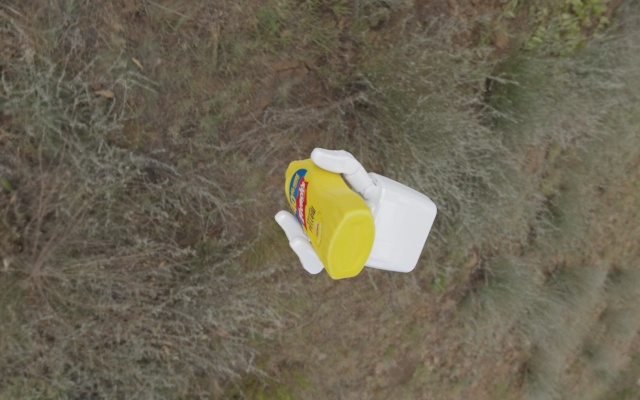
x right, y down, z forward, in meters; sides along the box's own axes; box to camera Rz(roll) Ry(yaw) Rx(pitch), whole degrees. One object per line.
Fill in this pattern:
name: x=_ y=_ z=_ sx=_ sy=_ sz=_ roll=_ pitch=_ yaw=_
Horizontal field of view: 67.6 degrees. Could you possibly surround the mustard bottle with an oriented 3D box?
mustard bottle: x=0.000 y=0.002 z=0.592 sx=0.058 sy=0.096 sz=0.191 roll=-7 pitch=34 yaw=-21
